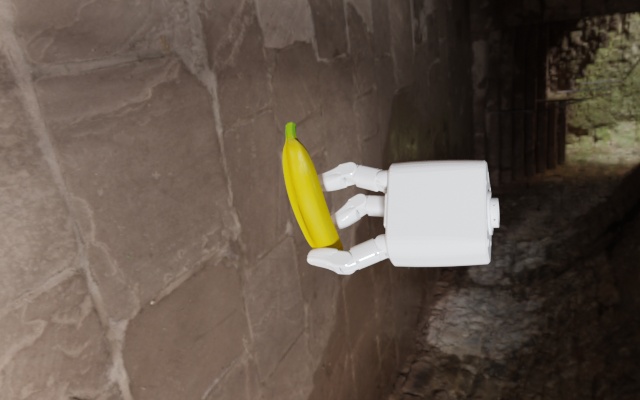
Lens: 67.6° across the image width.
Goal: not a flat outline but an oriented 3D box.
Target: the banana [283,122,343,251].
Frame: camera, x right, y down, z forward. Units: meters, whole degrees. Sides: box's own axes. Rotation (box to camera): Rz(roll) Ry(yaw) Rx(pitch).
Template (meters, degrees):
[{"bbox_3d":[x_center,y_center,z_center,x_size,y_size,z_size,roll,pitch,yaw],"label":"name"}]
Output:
[{"bbox_3d":[-0.006,0.009,0.565,0.037,0.198,0.069,-6,29,21],"label":"banana"}]
